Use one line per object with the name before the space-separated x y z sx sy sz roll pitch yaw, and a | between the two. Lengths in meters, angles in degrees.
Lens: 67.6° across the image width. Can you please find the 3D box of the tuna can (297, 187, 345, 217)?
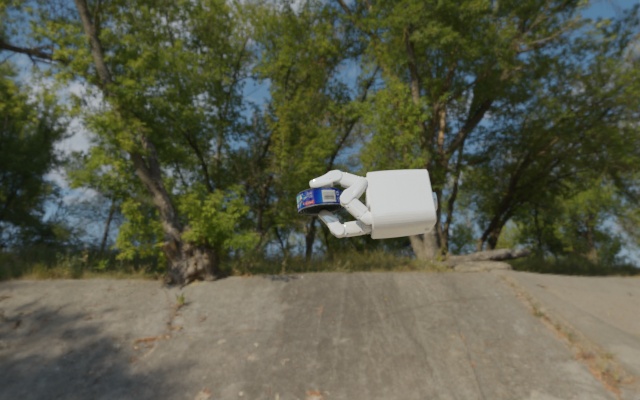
tuna can | 0.000 0.002 0.864 0.086 0.033 0.086 -6 -14 -2
